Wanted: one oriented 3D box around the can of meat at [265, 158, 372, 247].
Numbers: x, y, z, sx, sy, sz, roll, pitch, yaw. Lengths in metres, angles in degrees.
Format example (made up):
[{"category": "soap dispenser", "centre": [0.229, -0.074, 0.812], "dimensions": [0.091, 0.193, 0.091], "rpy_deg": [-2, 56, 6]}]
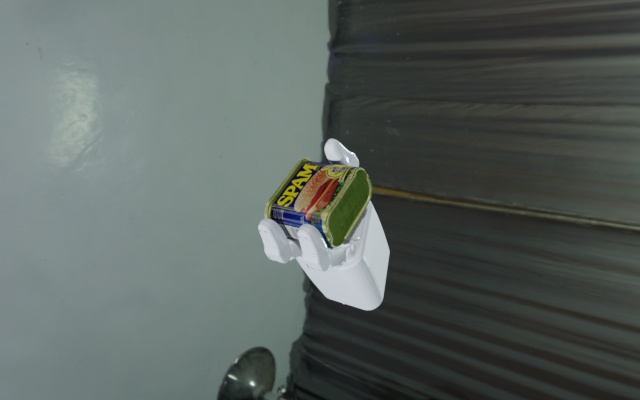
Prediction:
[{"category": "can of meat", "centre": [0.000, 0.002, 0.550], "dimensions": [0.084, 0.102, 0.057], "rpy_deg": [10, -38, 34]}]
